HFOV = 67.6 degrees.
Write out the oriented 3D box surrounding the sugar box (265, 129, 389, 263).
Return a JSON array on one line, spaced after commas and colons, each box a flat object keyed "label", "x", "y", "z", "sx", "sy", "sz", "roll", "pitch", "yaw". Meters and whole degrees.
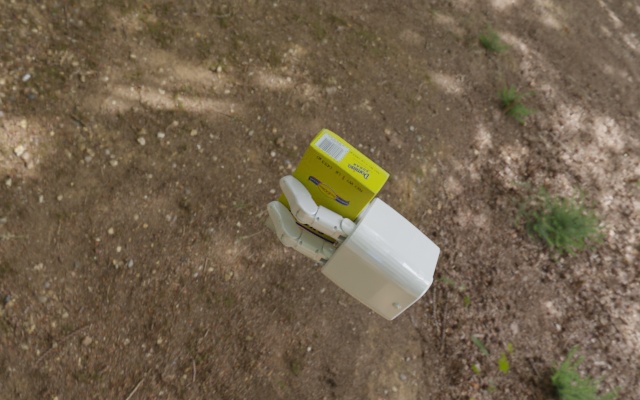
[{"label": "sugar box", "x": 0.000, "y": 0.002, "z": 0.589, "sx": 0.048, "sy": 0.093, "sz": 0.176, "roll": -50, "pitch": -4, "yaw": -43}]
